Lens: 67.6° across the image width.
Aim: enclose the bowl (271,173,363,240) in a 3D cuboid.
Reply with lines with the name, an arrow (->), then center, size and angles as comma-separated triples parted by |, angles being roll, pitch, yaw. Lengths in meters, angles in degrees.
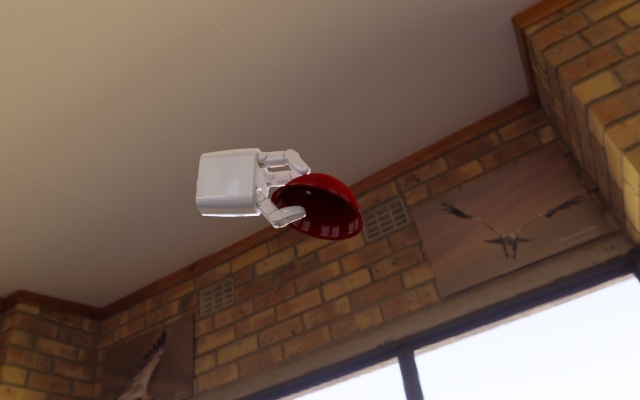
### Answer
bowl -> 0.002, 0.003, 0.815 | 0.162, 0.055, 0.162 | 14, -33, 9
